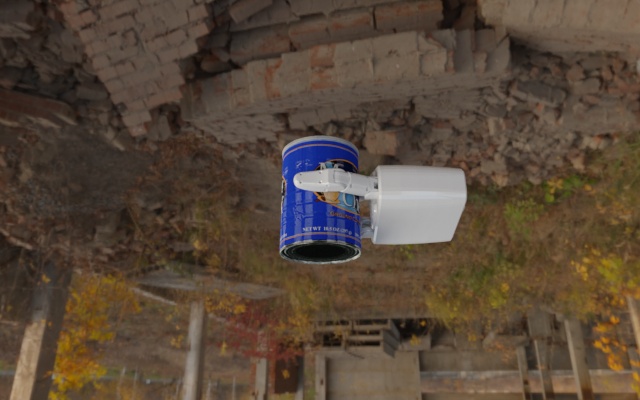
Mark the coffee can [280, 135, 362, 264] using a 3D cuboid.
[{"bbox_3d":[0.000,0.002,0.617,0.103,0.140,0.103,0,-22,0],"label":"coffee can"}]
